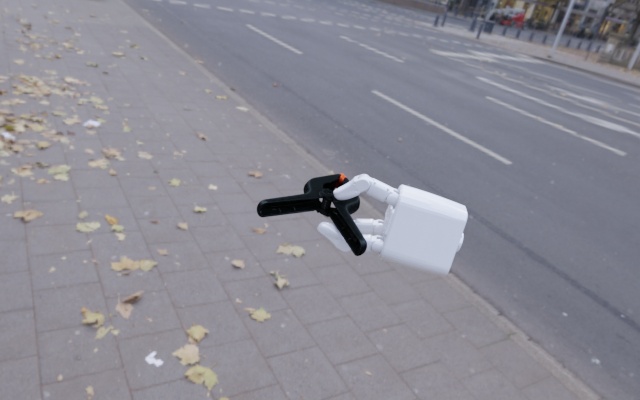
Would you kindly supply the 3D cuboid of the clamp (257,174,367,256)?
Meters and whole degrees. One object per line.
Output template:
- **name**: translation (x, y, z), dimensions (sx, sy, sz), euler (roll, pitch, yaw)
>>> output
- **clamp**: translation (0.001, 0.002, 0.744), dimensions (0.164, 0.036, 0.210), euler (20, 27, 0)
